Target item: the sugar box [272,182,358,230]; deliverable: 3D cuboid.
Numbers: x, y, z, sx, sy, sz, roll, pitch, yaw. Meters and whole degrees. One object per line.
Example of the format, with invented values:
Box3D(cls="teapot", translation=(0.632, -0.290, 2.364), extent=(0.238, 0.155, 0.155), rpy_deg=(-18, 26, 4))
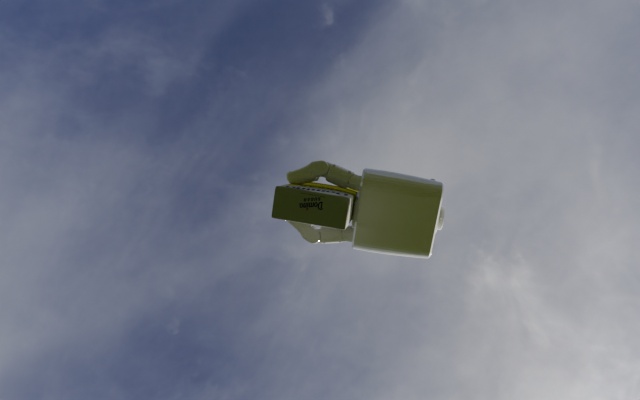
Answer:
Box3D(cls="sugar box", translation=(0.000, 0.002, 0.647), extent=(0.093, 0.048, 0.176), rpy_deg=(9, 3, 7))
